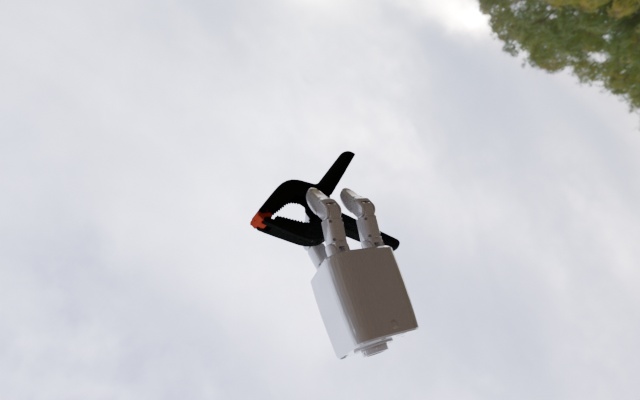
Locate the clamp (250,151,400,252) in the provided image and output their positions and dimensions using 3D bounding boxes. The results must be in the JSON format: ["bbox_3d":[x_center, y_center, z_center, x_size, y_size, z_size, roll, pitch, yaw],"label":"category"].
[{"bbox_3d":[-0.001,0.003,0.641,0.210,0.164,0.036,-2,-29,-35],"label":"clamp"}]
